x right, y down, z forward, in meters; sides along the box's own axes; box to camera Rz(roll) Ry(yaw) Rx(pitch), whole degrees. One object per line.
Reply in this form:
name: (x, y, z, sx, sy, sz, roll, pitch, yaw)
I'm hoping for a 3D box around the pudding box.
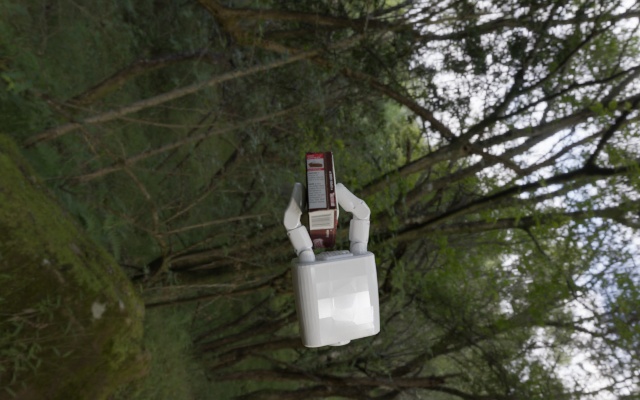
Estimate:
pudding box: (0.000, 0.002, 0.636, 0.039, 0.090, 0.114, -3, -29, -3)
